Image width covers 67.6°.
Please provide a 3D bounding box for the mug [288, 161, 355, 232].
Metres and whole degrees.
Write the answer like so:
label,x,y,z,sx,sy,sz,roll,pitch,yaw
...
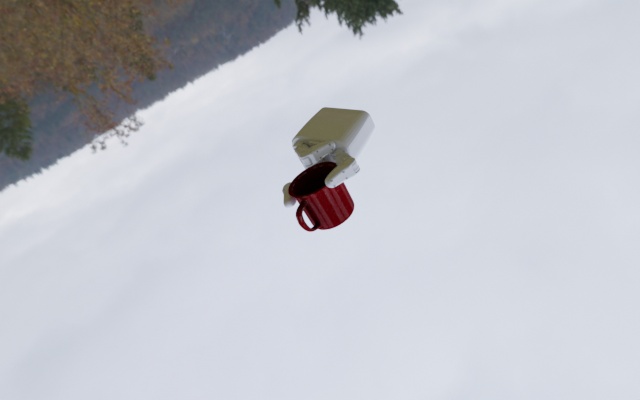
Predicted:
label,x,y,z,sx,sy,sz,roll,pitch,yaw
mug,0.000,0.004,0.790,0.093,0.081,0.117,-3,39,39
